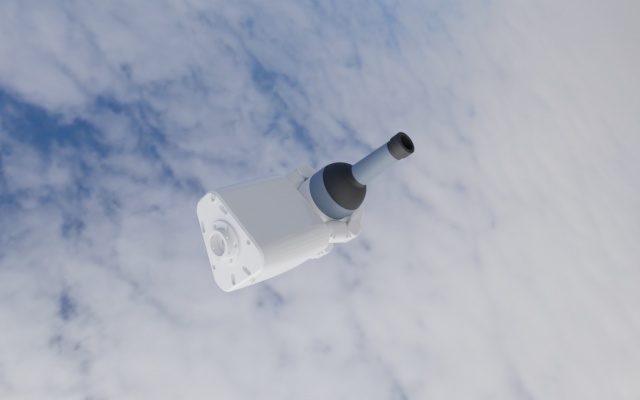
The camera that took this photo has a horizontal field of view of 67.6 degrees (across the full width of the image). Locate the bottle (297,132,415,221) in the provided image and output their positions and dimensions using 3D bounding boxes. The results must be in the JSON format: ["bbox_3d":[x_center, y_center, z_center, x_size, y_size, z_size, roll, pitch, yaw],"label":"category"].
[{"bbox_3d":[0.000,0.002,0.611,0.069,0.069,0.296,0,-26,-45],"label":"bottle"}]
